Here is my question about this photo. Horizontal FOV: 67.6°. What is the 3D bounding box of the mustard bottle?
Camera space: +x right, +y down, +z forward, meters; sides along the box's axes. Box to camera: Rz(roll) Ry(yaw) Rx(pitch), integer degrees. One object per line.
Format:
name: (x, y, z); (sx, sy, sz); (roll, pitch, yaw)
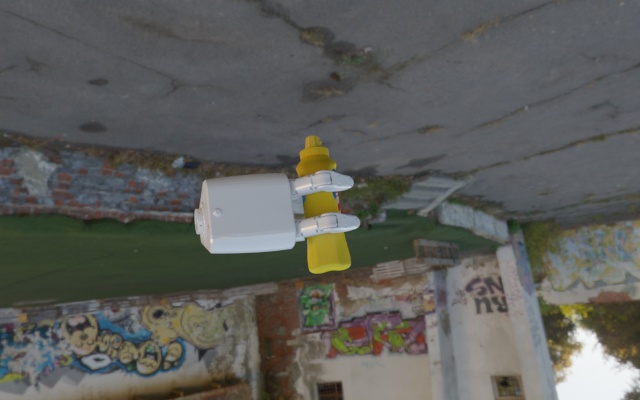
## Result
mustard bottle: (0.000, 0.002, 0.665); (0.058, 0.191, 0.096); (-9, -12, 3)
